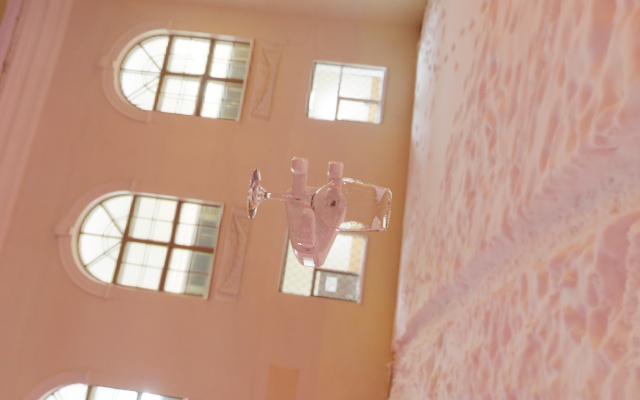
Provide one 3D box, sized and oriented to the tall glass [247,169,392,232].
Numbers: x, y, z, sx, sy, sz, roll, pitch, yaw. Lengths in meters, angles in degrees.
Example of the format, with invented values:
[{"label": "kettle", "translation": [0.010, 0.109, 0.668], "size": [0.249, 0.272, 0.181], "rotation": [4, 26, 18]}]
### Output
[{"label": "tall glass", "translation": [-0.001, 0.002, 0.697], "size": [0.201, 0.079, 0.079], "rotation": [7, 0, 4]}]
